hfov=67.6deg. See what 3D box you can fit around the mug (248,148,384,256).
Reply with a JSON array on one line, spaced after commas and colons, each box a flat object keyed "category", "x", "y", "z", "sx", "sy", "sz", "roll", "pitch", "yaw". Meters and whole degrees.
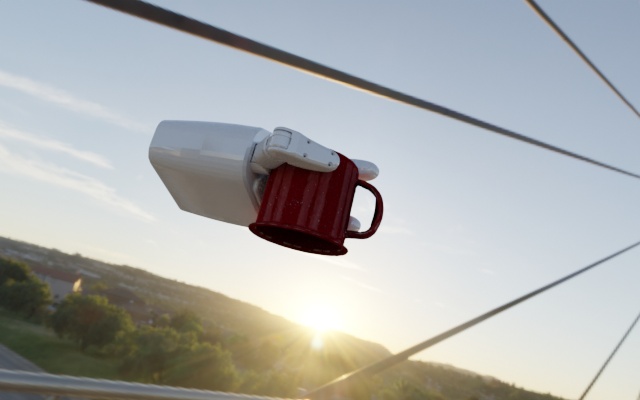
[{"category": "mug", "x": 0.001, "y": 0.001, "z": 0.438, "sx": 0.117, "sy": 0.081, "sz": 0.093, "roll": 9, "pitch": -17, "yaw": 16}]
